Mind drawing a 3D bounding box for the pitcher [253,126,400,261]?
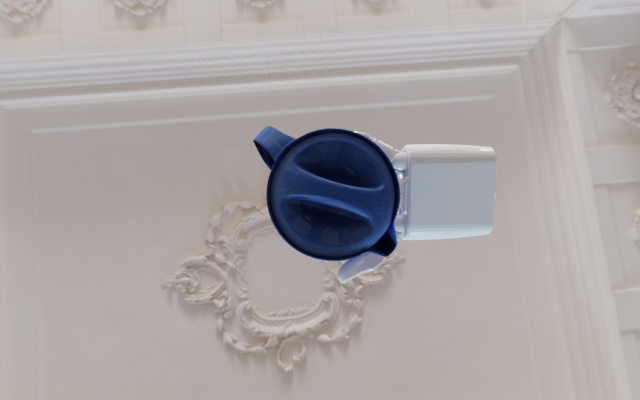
[{"bbox_3d":[0.000,0.002,0.583,0.145,0.149,0.243,-4,-8,-4],"label":"pitcher"}]
